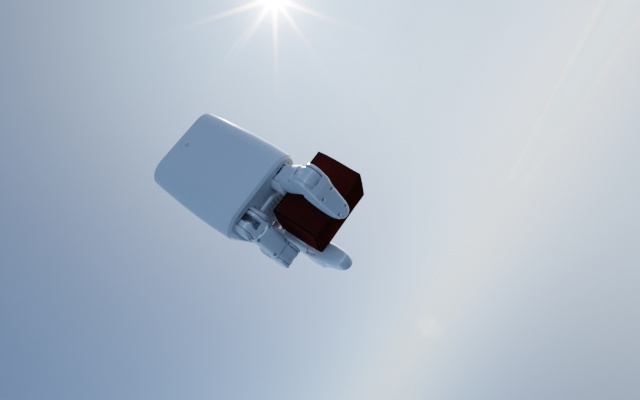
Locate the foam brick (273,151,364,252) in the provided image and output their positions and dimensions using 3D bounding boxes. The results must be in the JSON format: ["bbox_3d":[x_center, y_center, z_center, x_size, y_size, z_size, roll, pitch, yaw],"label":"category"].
[{"bbox_3d":[0.000,0.001,0.474,0.051,0.078,0.053,31,-16,19],"label":"foam brick"}]
